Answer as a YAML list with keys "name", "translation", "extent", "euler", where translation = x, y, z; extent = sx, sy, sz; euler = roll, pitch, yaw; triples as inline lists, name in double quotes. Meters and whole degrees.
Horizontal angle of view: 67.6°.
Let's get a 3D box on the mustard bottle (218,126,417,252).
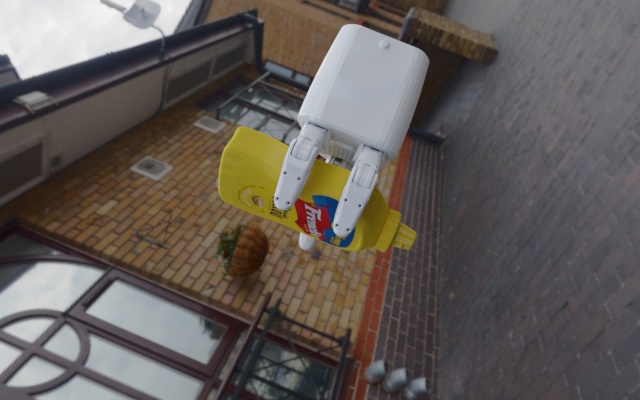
- name: "mustard bottle"
  translation: [0.000, 0.002, 0.458]
  extent: [0.191, 0.058, 0.096]
  euler: [22, -35, 3]
